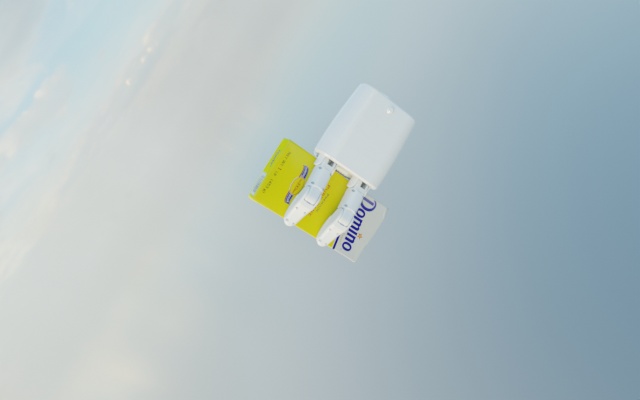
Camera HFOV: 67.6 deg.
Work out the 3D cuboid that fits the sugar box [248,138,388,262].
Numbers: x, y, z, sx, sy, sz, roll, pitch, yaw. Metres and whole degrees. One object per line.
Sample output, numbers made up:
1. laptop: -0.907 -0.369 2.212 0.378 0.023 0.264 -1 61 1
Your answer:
1. sugar box: 0.000 0.002 0.651 0.176 0.093 0.048 32 0 -19
